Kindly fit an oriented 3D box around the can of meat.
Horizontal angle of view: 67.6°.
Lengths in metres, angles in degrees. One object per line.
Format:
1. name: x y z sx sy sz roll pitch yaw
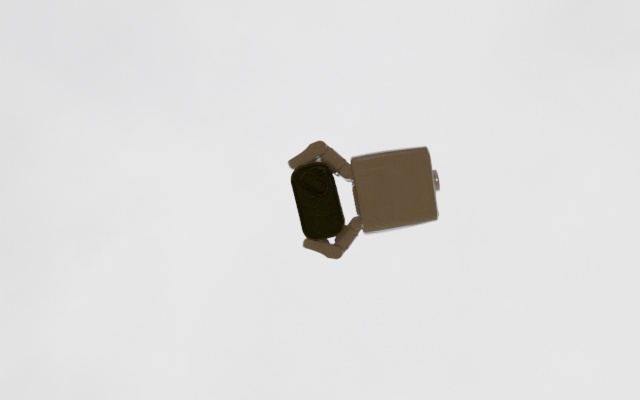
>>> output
1. can of meat: 0.000 0.002 0.664 0.057 0.102 0.084 -14 -3 6
